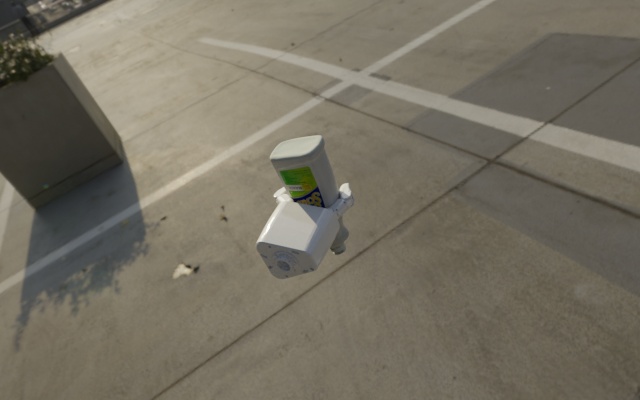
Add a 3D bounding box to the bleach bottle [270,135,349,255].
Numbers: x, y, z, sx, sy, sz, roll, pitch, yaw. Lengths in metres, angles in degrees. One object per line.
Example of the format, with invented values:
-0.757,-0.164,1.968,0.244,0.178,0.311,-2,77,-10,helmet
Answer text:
0.000,0.003,0.895,0.102,0.251,0.068,-4,37,30,bleach bottle
